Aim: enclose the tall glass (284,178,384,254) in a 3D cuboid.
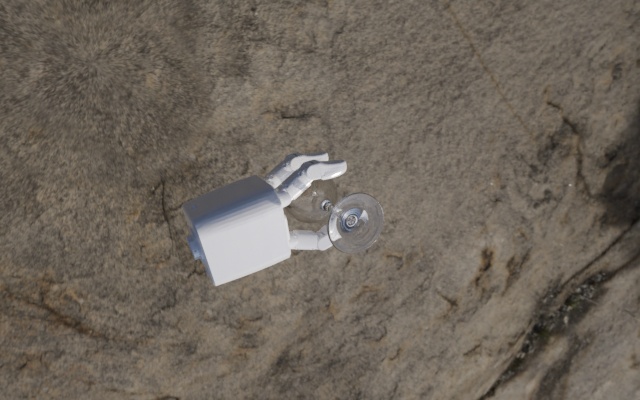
[{"bbox_3d":[0.001,0.002,0.639,0.079,0.079,0.201,0,15,-25],"label":"tall glass"}]
